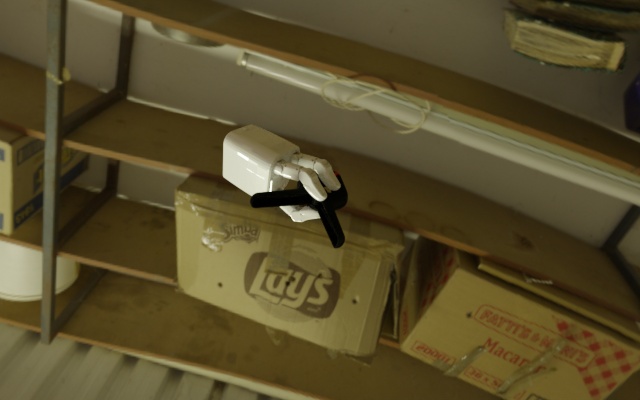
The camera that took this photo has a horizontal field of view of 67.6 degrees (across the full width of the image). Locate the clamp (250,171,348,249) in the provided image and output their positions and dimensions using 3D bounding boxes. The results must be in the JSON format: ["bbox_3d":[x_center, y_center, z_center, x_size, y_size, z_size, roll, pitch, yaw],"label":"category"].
[{"bbox_3d":[0.000,0.003,0.822,0.164,0.036,0.210,30,31,15],"label":"clamp"}]
